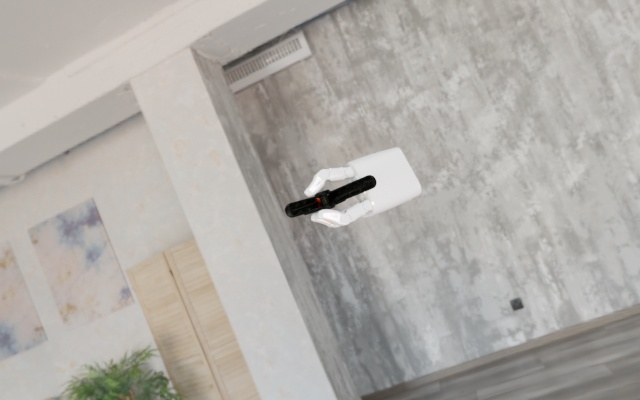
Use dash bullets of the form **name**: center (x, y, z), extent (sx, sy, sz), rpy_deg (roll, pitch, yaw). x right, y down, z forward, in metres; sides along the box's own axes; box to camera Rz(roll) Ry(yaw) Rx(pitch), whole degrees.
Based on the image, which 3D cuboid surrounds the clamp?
- **clamp**: center (0.000, 0.002, 0.892), extent (0.164, 0.036, 0.210), rpy_deg (-19, -3, -14)
